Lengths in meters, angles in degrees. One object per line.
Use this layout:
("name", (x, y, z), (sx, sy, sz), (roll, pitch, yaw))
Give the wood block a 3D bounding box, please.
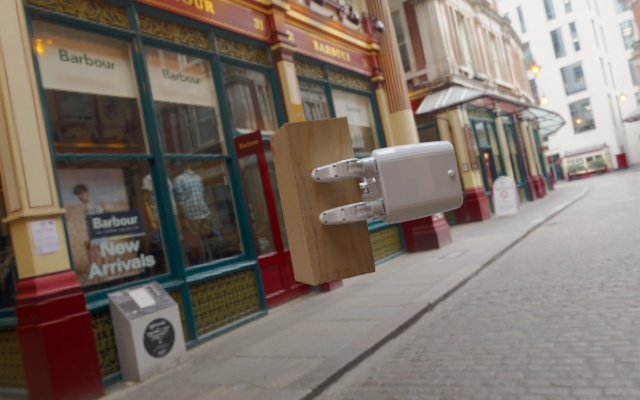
("wood block", (0.000, 0.002, 0.648), (0.090, 0.206, 0.091), (-10, -2, -19))
